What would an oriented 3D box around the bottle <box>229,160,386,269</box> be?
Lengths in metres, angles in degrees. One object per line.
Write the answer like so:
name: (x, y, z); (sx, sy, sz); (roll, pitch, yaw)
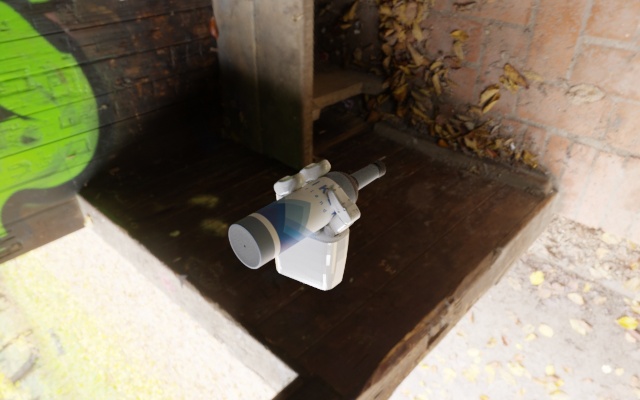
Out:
bottle: (0.000, 0.002, 0.716); (0.295, 0.069, 0.069); (-30, 20, -38)
